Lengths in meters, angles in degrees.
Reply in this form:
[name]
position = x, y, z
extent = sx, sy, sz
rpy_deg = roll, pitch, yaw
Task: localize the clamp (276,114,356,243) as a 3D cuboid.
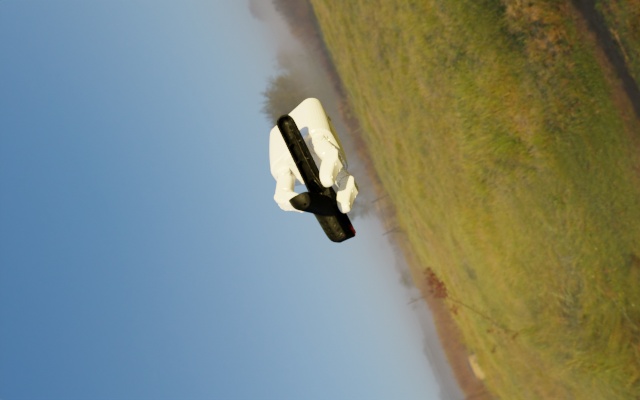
[clamp]
position = 0.000, 0.003, 0.657
extent = 0.036, 0.210, 0.164
rpy_deg = -23, 40, 13
